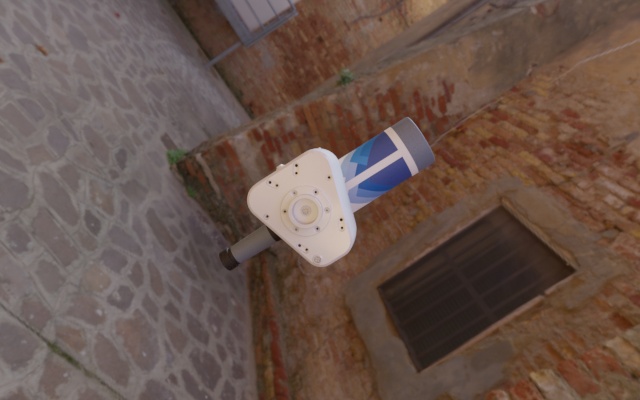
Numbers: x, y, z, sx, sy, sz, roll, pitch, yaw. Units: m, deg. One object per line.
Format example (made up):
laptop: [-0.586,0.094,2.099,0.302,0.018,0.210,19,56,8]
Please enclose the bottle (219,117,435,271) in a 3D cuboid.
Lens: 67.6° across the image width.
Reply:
bottle: [0.000,0.002,0.606,0.296,0.069,0.069,-32,-3,5]
